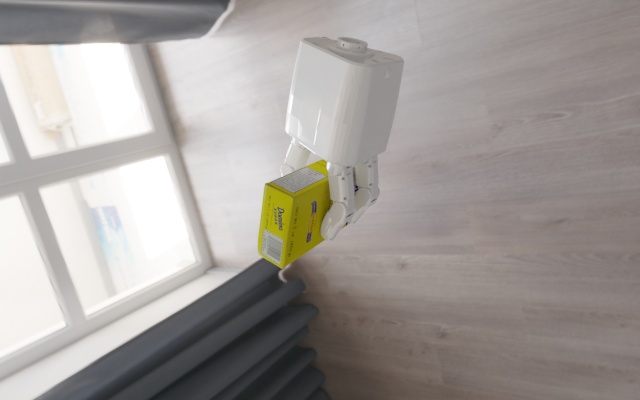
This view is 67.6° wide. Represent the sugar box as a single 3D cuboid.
[{"bbox_3d":[0.000,0.002,0.570,0.048,0.093,0.176,28,33,28],"label":"sugar box"}]
